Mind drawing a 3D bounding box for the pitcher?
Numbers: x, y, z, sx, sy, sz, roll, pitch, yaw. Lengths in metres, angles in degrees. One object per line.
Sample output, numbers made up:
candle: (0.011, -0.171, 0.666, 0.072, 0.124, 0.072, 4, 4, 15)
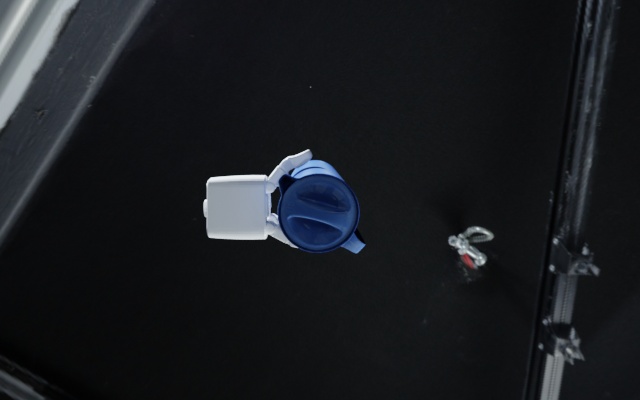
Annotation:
pitcher: (0.000, 0.003, 0.883, 0.145, 0.149, 0.242, -3, 13, -1)
